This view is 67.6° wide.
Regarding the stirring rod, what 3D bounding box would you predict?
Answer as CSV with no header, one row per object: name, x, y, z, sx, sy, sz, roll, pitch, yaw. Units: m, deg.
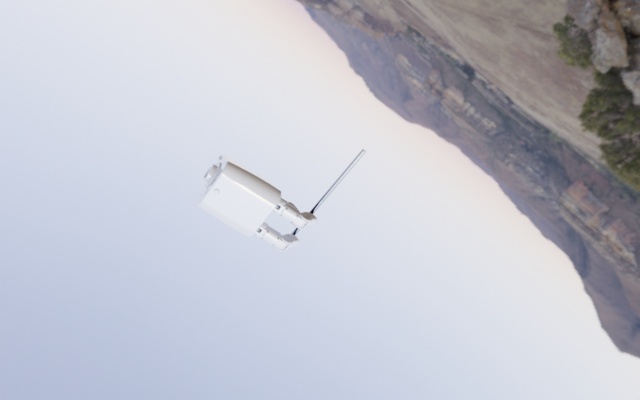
stirring rod,0.000,0.003,0.845,0.011,0.239,0.011,36,18,-14
